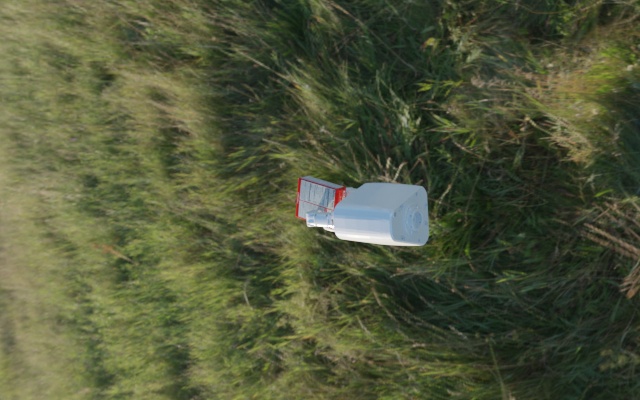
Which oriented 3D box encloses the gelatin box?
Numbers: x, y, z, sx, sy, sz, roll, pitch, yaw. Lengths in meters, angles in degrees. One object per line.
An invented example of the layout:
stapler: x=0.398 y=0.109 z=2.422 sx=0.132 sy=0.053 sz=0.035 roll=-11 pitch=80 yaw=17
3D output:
gelatin box: x=0.000 y=0.003 z=0.832 sx=0.089 sy=0.073 sz=0.030 roll=17 pitch=21 yaw=35
